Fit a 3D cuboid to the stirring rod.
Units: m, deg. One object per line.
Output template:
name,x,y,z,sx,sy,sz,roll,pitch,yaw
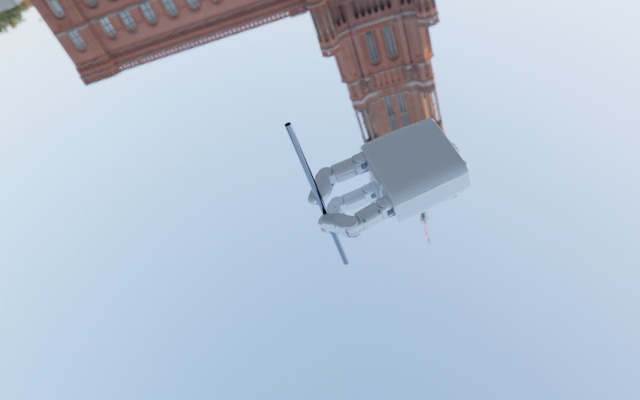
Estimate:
stirring rod,0.000,0.002,0.606,0.011,0.240,0.011,-14,39,11
